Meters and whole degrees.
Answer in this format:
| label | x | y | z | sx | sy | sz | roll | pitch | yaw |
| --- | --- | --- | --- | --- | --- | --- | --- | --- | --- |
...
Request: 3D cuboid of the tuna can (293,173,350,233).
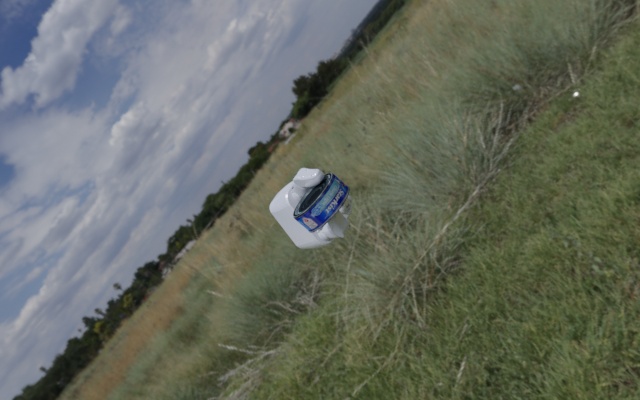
| label | x | y | z | sx | sy | sz | roll | pitch | yaw |
| --- | --- | --- | --- | --- | --- | --- | --- | --- | --- |
| tuna can | 0.000 | 0.002 | 0.677 | 0.034 | 0.086 | 0.086 | 41 | -12 | -14 |
